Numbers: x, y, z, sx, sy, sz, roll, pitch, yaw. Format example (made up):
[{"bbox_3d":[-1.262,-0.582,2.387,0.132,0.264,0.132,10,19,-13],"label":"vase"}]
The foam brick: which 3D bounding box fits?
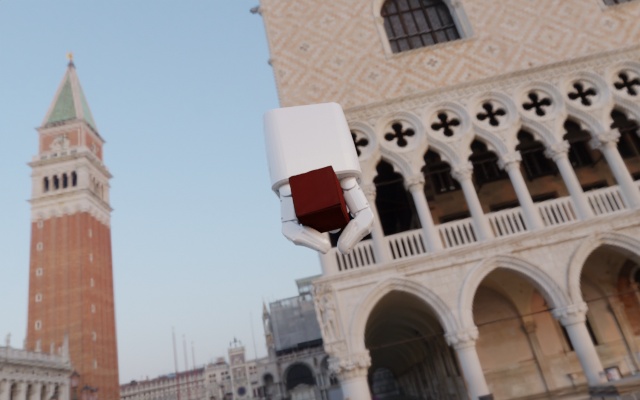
[{"bbox_3d":[0.000,0.002,0.557,0.053,0.051,0.078,-14,-22,6],"label":"foam brick"}]
